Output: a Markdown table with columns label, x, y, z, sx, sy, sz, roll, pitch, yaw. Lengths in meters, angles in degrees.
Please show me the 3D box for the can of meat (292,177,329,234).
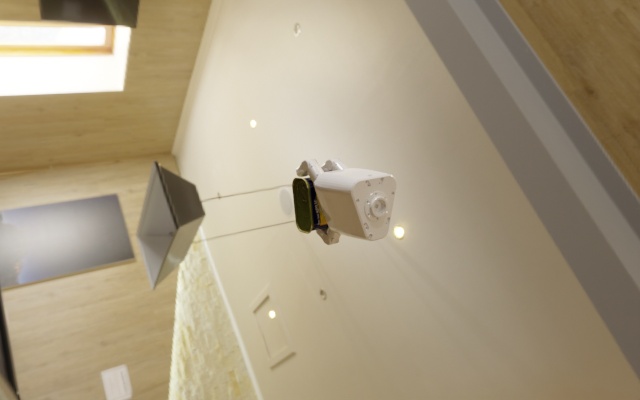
| label | x | y | z | sx | sy | sz | roll | pitch | yaw |
| --- | --- | --- | --- | --- | --- | --- | --- | --- | --- |
| can of meat | 0.000 | 0.003 | 0.884 | 0.084 | 0.102 | 0.057 | -11 | 10 | -30 |
